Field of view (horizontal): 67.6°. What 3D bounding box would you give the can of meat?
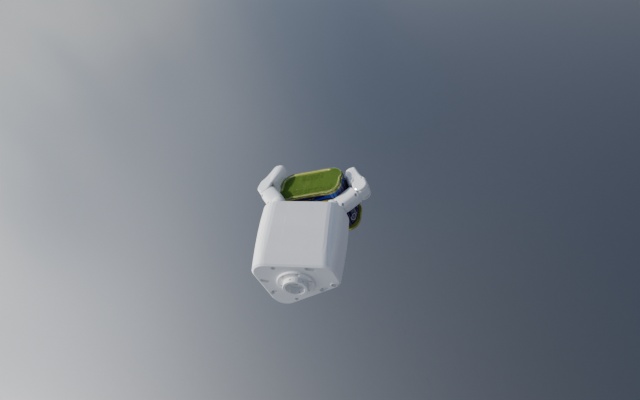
[{"bbox_3d":[0.000,0.002,0.709,0.102,0.057,0.084,-9,-46,22],"label":"can of meat"}]
